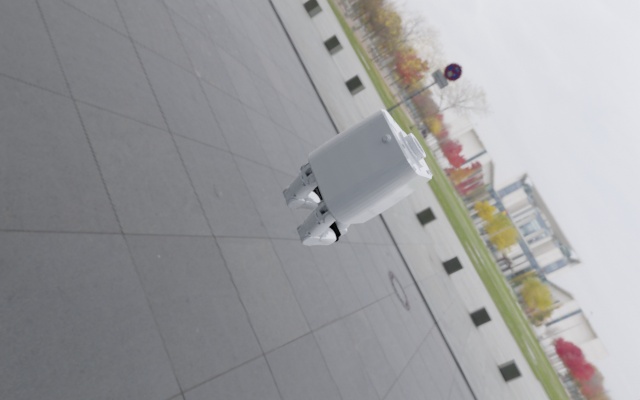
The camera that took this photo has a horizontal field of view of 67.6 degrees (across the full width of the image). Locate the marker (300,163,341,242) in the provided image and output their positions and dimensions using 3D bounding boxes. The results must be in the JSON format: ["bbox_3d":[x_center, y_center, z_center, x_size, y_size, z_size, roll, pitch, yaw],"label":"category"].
[{"bbox_3d":[0.000,0.002,0.647,0.020,0.121,0.020,-17,-27,-9],"label":"marker"}]
